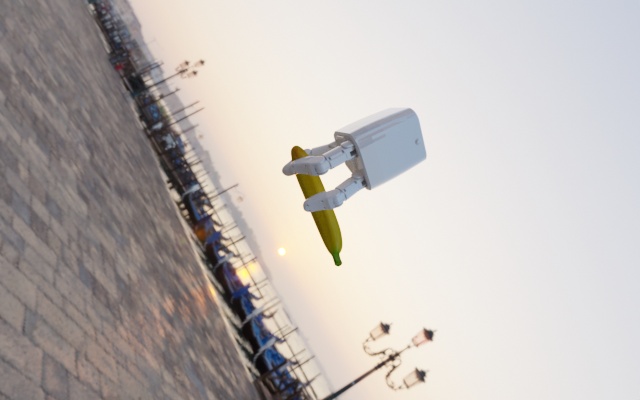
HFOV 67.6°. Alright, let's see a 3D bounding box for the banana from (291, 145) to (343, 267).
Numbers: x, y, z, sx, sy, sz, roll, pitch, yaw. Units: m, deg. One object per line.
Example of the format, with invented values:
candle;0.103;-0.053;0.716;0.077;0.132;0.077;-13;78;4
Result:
banana;-0.002;0.004;0.756;0.037;0.198;0.069;-23;8;-6
